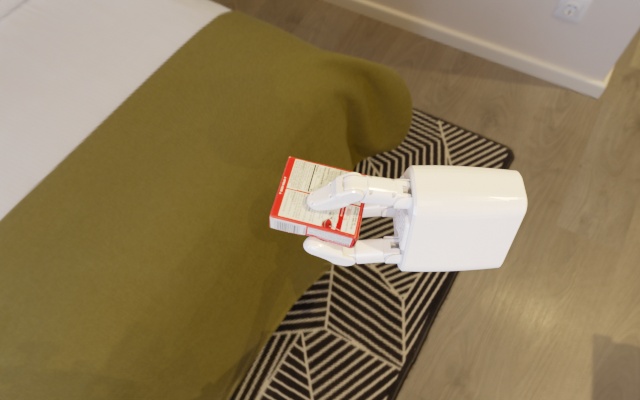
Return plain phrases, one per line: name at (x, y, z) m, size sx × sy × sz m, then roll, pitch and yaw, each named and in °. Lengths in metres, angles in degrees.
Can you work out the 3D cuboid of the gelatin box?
gelatin box at (0.000, 0.001, 0.484) m, size 0.089 × 0.073 × 0.030 m, roll 14°, pitch -28°, yaw 1°
